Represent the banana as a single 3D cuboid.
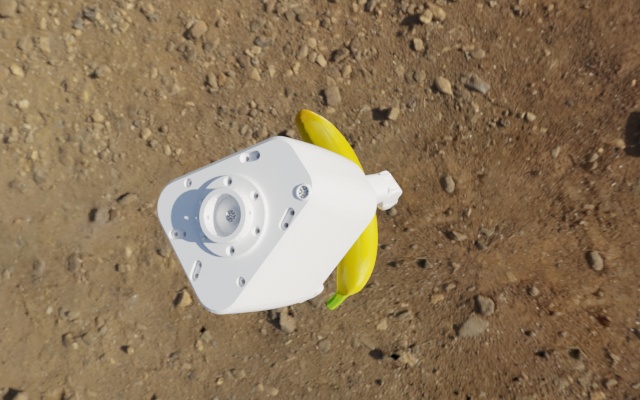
[{"bbox_3d":[0.017,0.001,0.447,0.069,0.197,0.037,-12,-8,28],"label":"banana"}]
